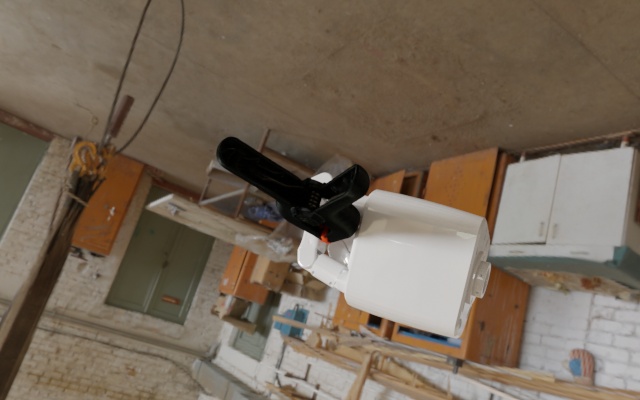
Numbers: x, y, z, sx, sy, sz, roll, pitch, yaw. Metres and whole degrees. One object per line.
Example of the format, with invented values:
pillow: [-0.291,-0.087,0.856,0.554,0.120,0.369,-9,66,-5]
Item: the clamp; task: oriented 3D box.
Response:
clamp: [0.000,0.002,0.406,0.120,0.039,0.171,18,-13,28]
